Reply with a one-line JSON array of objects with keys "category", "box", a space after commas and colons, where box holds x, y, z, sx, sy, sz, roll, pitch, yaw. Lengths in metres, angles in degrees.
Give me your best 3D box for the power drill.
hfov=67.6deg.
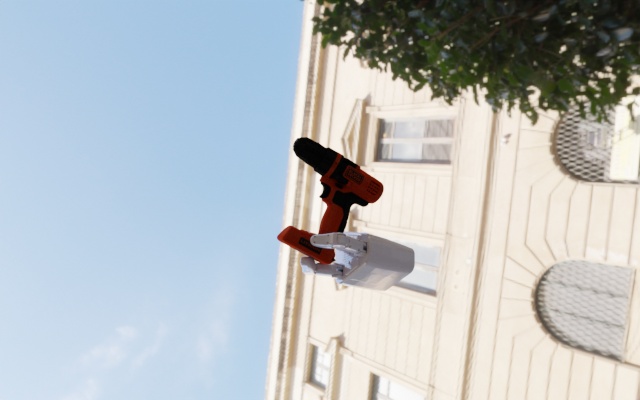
[{"category": "power drill", "box": [0.000, 0.003, 0.836, 0.184, 0.187, 0.057, 31, -9, -11]}]
